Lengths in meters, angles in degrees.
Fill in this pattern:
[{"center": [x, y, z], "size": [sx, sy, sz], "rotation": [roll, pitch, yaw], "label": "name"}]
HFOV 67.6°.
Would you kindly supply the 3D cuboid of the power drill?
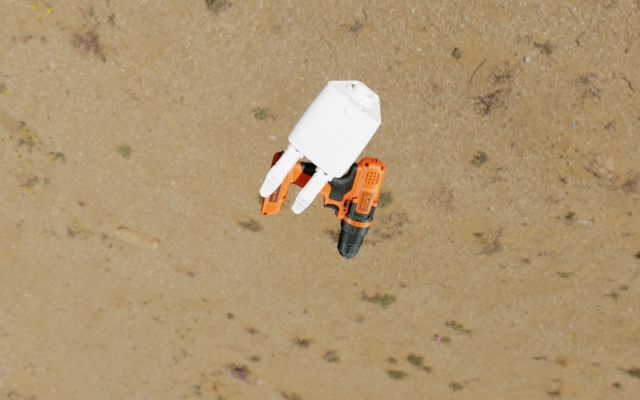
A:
[{"center": [0.000, 0.002, 0.792], "size": [0.187, 0.184, 0.057], "rotation": [11, 21, -10], "label": "power drill"}]
